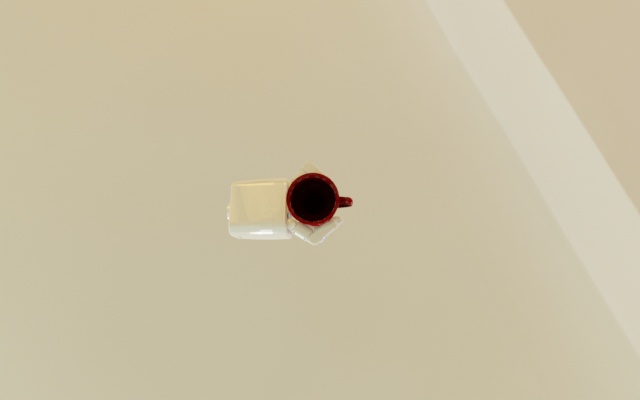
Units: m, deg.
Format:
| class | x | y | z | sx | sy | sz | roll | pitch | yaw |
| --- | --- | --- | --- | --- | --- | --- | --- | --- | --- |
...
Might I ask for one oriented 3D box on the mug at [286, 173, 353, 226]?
| class | x | y | z | sx | sy | sz | roll | pitch | yaw |
| --- | --- | --- | --- | --- | --- | --- | --- | --- | --- |
| mug | 0.002 | 0.003 | 0.866 | 0.117 | 0.093 | 0.081 | -2 | -9 | 2 |
